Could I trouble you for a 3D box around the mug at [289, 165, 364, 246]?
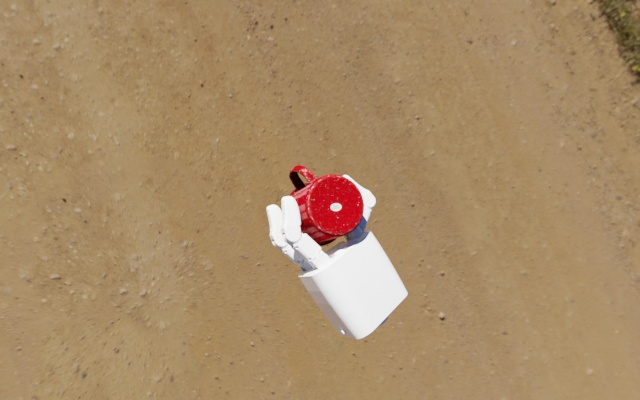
[{"bbox_3d":[-0.001,0.001,0.639,0.093,0.117,0.081,-35,3,-22],"label":"mug"}]
